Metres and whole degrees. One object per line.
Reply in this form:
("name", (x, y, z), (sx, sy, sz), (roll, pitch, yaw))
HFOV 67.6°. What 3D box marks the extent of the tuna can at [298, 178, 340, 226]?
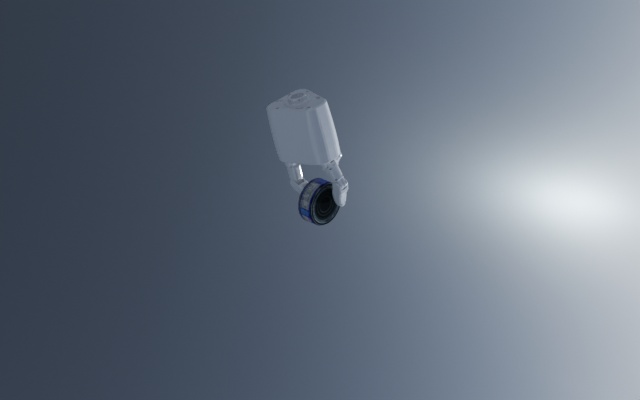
("tuna can", (0.001, 0.003, 0.894), (0.033, 0.086, 0.086), (22, 14, 39))
